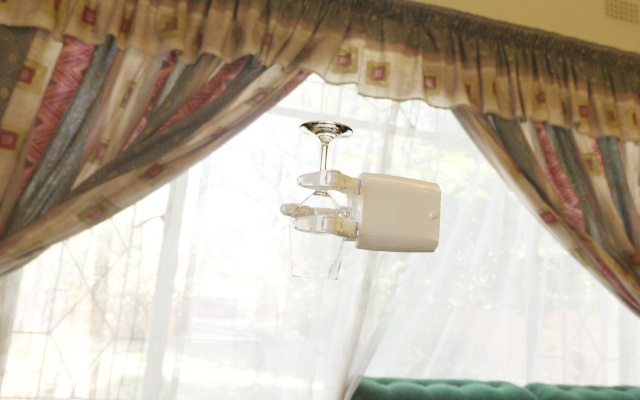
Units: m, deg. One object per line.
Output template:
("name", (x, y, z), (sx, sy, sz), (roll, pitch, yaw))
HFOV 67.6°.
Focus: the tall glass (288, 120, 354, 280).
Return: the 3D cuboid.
("tall glass", (0.000, 0.001, 0.631), (0.079, 0.201, 0.079), (5, -9, 1))
